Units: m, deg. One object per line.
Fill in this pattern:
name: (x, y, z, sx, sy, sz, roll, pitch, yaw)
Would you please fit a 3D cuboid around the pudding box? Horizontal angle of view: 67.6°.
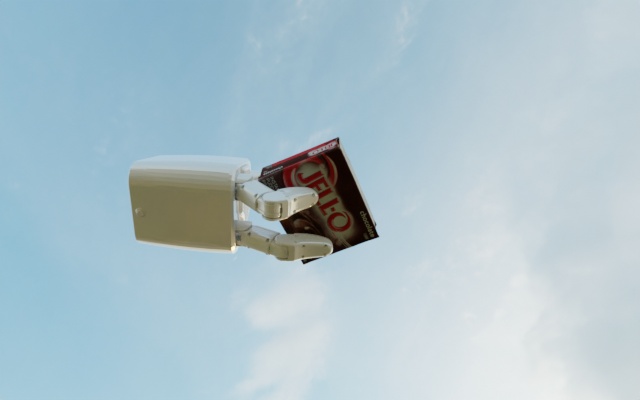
pudding box: (0.000, 0.002, 0.502, 0.090, 0.113, 0.039, -21, 25, 12)
